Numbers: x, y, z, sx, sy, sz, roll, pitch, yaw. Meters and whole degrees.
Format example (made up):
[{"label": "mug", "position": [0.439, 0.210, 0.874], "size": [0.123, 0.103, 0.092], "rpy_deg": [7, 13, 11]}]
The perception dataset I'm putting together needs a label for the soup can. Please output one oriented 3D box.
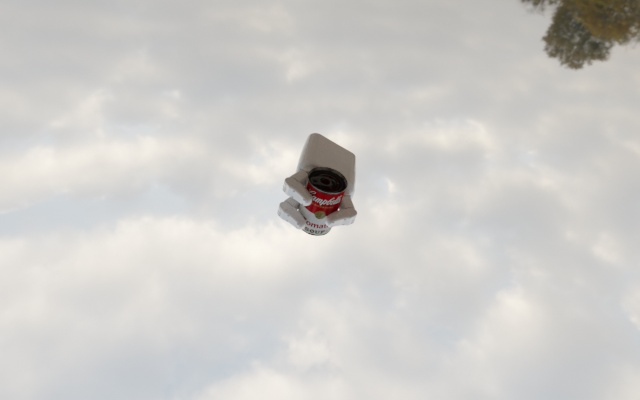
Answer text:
[{"label": "soup can", "position": [0.000, 0.003, 0.817], "size": [0.068, 0.102, 0.068], "rpy_deg": [10, 40, -9]}]
